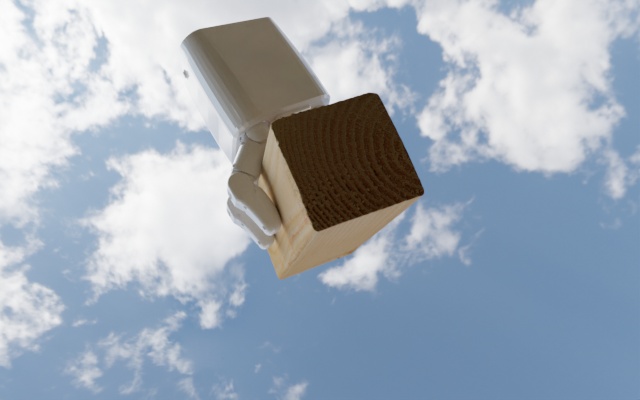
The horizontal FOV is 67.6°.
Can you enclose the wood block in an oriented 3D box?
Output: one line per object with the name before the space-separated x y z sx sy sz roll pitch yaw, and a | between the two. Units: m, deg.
wood block | 0.000 0.001 0.435 0.091 0.090 0.206 -19 -13 -17
